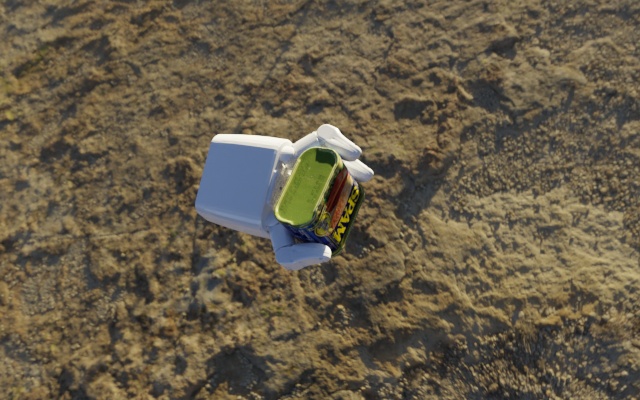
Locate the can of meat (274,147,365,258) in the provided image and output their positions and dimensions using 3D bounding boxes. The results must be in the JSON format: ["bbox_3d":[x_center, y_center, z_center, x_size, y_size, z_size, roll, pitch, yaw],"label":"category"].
[{"bbox_3d":[0.000,0.002,0.538,0.057,0.102,0.084,13,-21,30],"label":"can of meat"}]
